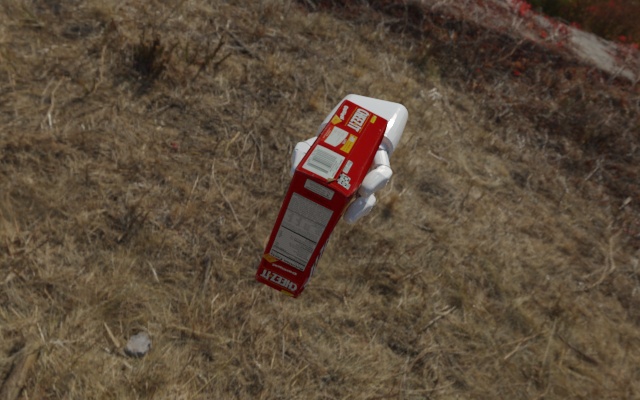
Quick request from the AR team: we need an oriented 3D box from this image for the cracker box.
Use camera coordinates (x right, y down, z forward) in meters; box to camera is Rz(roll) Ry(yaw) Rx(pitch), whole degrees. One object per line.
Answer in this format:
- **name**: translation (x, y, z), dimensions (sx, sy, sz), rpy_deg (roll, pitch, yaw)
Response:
- **cracker box**: translation (0.000, 0.002, 0.617), dimensions (0.072, 0.214, 0.164), rpy_deg (27, 44, 3)
